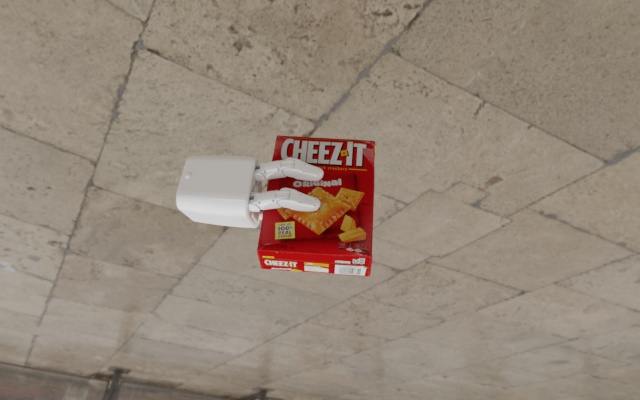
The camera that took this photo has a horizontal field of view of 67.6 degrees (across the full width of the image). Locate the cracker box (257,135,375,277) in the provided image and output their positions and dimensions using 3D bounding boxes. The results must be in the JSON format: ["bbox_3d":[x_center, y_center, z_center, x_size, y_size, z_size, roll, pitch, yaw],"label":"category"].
[{"bbox_3d":[0.000,0.003,0.735,0.164,0.213,0.072,4,-32,3],"label":"cracker box"}]
